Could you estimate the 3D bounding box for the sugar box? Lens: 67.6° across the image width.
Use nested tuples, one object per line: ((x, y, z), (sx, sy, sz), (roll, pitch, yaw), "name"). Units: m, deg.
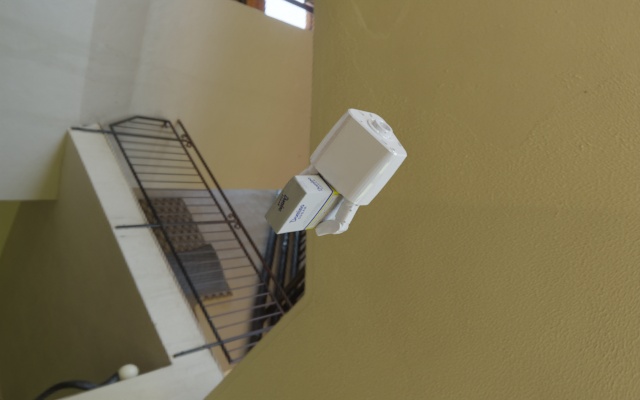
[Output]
((0.000, 0.002, 0.786), (0.176, 0.048, 0.093), (-1, -43, -50), "sugar box")
